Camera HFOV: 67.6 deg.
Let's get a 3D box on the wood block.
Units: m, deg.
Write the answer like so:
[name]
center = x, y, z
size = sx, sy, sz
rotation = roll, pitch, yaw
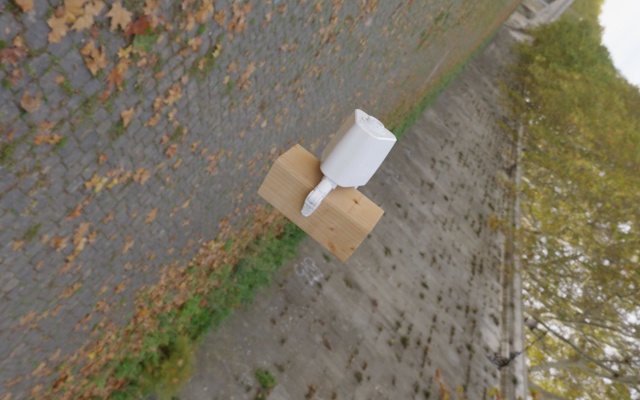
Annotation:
[wood block]
center = 0.000, 0.003, 0.877
size = 0.206, 0.090, 0.090
rotation = 38, 35, 4
